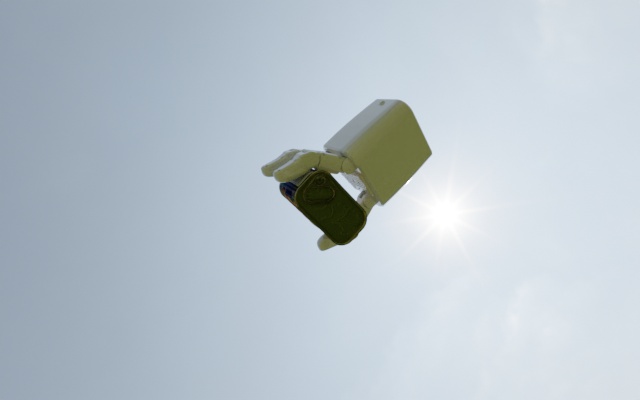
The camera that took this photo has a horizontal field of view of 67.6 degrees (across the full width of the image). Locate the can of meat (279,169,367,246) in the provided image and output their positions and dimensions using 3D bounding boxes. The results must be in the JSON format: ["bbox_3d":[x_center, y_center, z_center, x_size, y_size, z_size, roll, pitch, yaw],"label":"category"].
[{"bbox_3d":[0.000,0.002,0.621,0.102,0.057,0.084,45,-6,-23],"label":"can of meat"}]
